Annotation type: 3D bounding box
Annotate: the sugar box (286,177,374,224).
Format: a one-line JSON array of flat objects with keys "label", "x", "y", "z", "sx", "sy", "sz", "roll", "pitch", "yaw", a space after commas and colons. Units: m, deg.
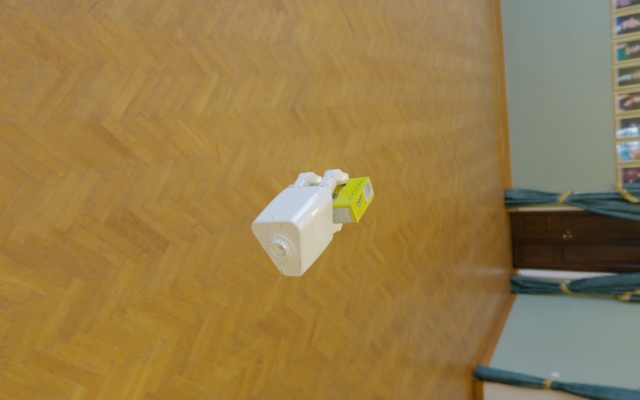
[{"label": "sugar box", "x": 0.000, "y": 0.002, "z": 0.867, "sx": 0.176, "sy": 0.048, "sz": 0.093, "roll": -2, "pitch": 31, "yaw": 31}]
